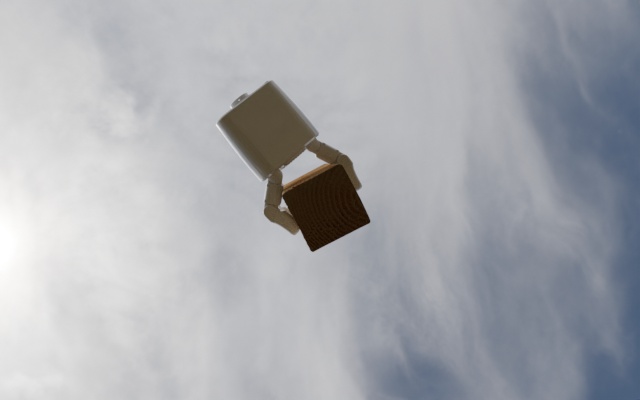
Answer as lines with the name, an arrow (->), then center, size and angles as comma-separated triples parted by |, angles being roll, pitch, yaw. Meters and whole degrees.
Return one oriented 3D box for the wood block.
wood block -> 0.000, 0.002, 0.720 | 0.091, 0.090, 0.206 | -28, 6, -2
